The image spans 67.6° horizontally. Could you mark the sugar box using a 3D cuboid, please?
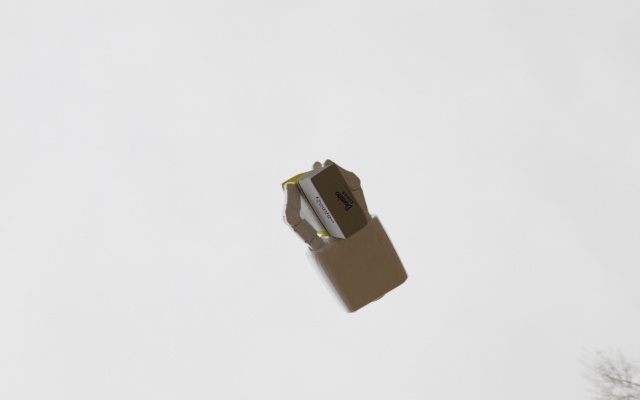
[{"bbox_3d":[0.001,0.002,0.684,0.048,0.093,0.176,-34,9,-17],"label":"sugar box"}]
